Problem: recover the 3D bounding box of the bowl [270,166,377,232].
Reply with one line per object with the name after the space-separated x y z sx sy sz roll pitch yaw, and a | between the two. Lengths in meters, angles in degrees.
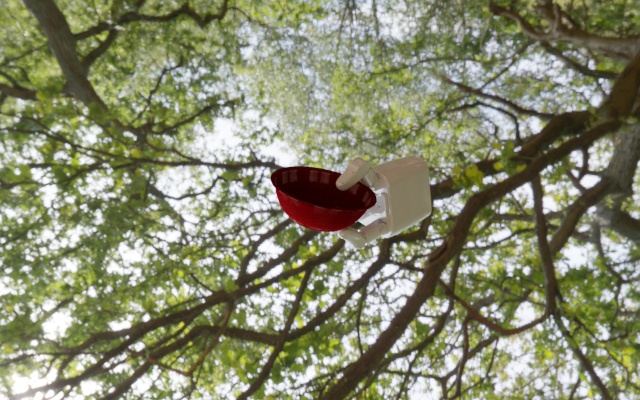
-0.001 0.003 0.718 0.162 0.055 0.162 11 22 -5 | bowl
